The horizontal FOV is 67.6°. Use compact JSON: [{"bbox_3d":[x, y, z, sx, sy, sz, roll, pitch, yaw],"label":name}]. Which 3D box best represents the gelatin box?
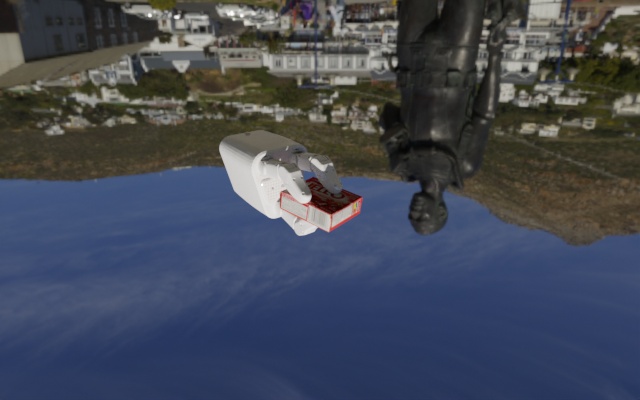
[{"bbox_3d":[0.000,0.003,0.651,0.089,0.030,0.073,25,33,31],"label":"gelatin box"}]
